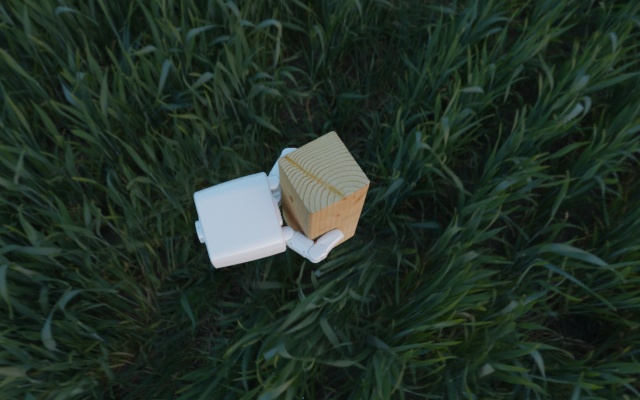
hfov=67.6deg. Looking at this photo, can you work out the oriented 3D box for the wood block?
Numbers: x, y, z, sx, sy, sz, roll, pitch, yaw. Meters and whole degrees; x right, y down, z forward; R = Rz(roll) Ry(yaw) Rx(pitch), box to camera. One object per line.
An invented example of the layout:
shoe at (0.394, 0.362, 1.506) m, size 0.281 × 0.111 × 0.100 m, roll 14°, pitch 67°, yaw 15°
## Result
wood block at (0.000, 0.003, 0.701) m, size 0.090 × 0.090 × 0.206 m, roll -28°, pitch -19°, yaw -13°
